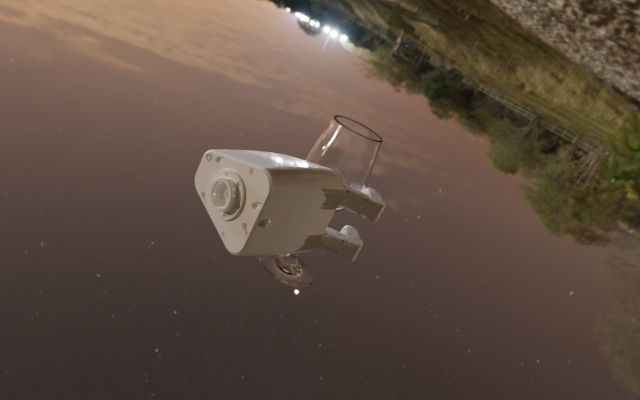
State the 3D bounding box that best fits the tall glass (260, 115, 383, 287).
[{"bbox_3d":[0.000,0.002,0.570,0.079,0.201,0.079,24,20,-9],"label":"tall glass"}]
